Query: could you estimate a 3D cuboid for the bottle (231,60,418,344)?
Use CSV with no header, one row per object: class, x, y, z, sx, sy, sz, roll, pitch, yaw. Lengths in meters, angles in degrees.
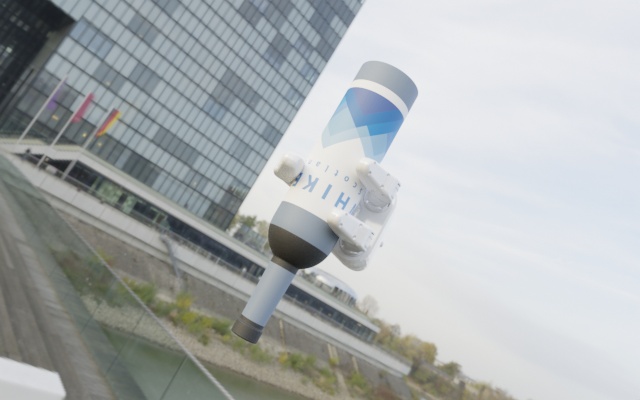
bottle,0.000,0.001,0.471,0.069,0.295,0.069,29,-10,6
